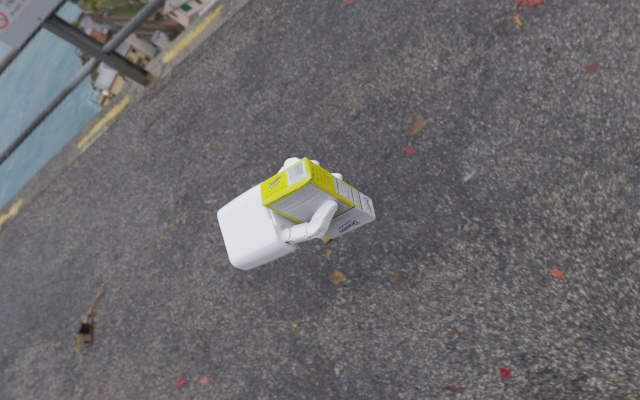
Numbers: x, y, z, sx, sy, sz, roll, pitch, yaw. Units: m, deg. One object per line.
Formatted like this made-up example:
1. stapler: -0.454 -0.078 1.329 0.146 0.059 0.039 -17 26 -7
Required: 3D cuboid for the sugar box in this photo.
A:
1. sugar box: 0.000 0.002 0.745 0.093 0.048 0.176 -27 -33 28
